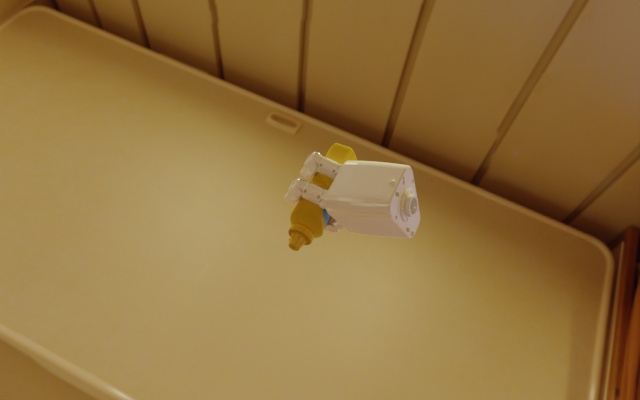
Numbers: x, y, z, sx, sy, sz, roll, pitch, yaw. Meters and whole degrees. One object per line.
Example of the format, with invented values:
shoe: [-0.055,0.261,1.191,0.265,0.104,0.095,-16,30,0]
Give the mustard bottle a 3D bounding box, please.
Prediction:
mustard bottle: [0.000,0.002,0.783,0.058,0.191,0.096,21,-32,14]
